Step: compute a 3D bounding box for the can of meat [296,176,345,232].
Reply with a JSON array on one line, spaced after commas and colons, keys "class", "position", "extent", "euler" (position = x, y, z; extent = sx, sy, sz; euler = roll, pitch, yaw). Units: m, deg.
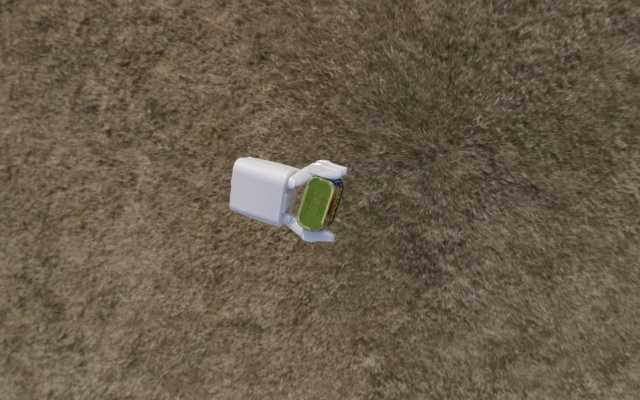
[{"class": "can of meat", "position": [0.000, 0.003, 0.879], "extent": [0.057, 0.102, 0.084], "euler": [20, 10, 12]}]
